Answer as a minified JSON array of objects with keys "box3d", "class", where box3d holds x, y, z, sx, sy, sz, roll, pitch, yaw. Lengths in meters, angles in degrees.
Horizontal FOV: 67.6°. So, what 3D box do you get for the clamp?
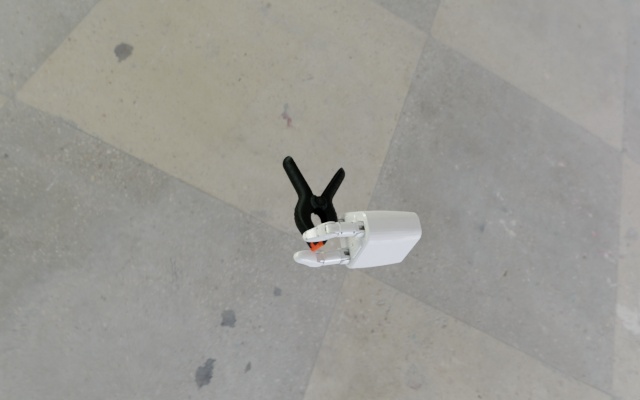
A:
[{"box3d":[0.000,0.003,0.832,0.120,0.171,0.039,-1,-21,-23],"class":"clamp"}]
